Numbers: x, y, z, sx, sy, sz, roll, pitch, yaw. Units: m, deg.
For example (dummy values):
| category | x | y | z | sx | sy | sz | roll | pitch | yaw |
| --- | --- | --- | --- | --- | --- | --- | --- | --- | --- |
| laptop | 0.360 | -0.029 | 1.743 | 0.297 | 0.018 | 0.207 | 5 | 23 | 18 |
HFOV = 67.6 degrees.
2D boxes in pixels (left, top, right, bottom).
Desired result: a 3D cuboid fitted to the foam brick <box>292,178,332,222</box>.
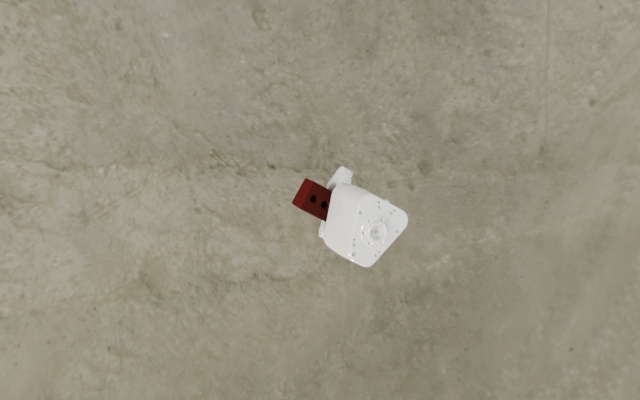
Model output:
| category | x | y | z | sx | sy | sz | roll | pitch | yaw |
| --- | --- | --- | --- | --- | --- | --- | --- | --- | --- |
| foam brick | 0.000 | 0.003 | 0.831 | 0.078 | 0.053 | 0.051 | 27 | 1 | -21 |
